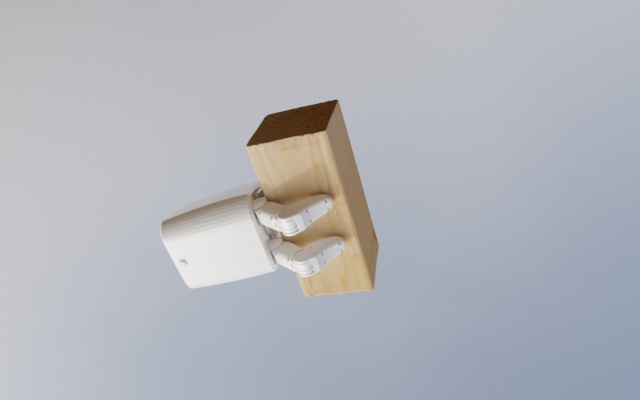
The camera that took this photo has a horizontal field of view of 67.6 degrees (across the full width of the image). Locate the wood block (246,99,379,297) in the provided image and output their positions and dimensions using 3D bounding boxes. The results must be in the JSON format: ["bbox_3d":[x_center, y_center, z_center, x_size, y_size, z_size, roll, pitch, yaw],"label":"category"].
[{"bbox_3d":[0.000,0.002,0.555,0.090,0.206,0.090,-9,30,16],"label":"wood block"}]
